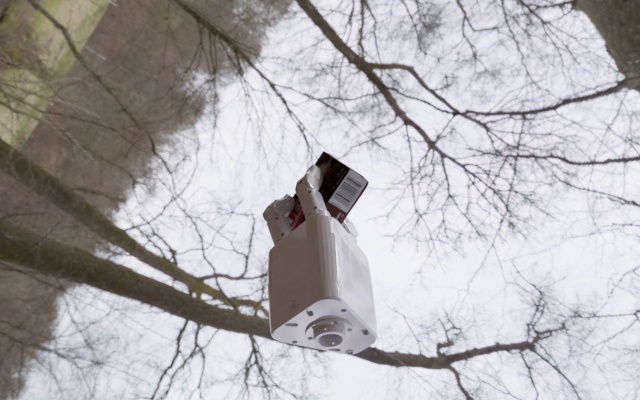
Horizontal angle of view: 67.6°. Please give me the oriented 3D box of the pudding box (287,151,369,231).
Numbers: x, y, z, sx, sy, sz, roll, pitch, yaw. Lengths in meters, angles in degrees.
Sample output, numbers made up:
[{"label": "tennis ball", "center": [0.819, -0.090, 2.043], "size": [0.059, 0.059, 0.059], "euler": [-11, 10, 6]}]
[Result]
[{"label": "pudding box", "center": [0.000, 0.002, 0.595], "size": [0.039, 0.113, 0.090], "euler": [34, 4, -29]}]
